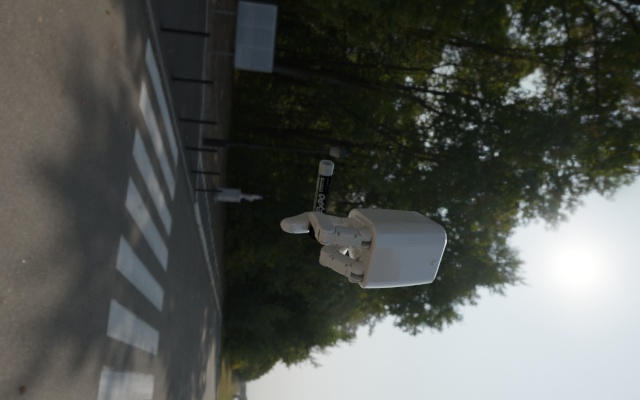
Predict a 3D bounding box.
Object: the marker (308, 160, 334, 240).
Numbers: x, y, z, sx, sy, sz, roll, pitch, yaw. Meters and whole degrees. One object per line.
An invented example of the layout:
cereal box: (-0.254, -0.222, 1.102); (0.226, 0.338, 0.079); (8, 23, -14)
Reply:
marker: (0.000, 0.002, 0.657); (0.020, 0.121, 0.020); (7, 29, -4)
